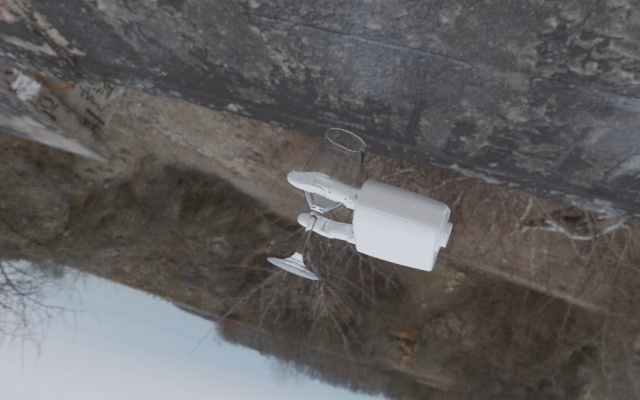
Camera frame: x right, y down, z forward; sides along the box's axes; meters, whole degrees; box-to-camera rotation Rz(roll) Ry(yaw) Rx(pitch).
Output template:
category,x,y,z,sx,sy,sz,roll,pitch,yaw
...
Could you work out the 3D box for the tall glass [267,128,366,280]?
category,x,y,z,sx,sy,sz,roll,pitch,yaw
tall glass,0.000,0.003,0.656,0.079,0.201,0.079,20,-15,6
